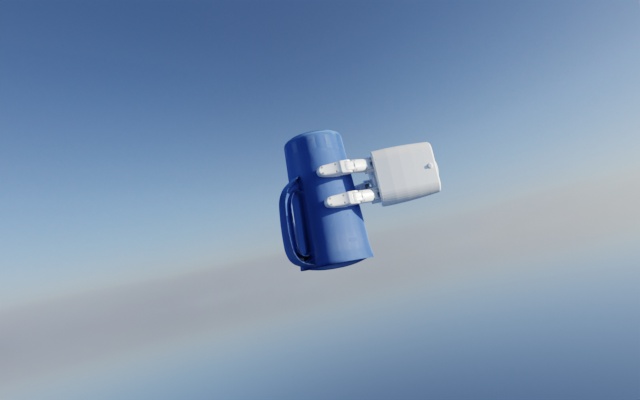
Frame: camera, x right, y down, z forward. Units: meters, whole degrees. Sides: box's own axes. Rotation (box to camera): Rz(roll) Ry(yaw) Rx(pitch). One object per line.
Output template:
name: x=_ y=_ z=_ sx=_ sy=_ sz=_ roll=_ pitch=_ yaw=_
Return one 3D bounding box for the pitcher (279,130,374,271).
pitcher: x=0.000 y=0.003 z=0.855 sx=0.145 sy=0.243 sz=0.149 roll=-12 pitch=-8 yaw=2
